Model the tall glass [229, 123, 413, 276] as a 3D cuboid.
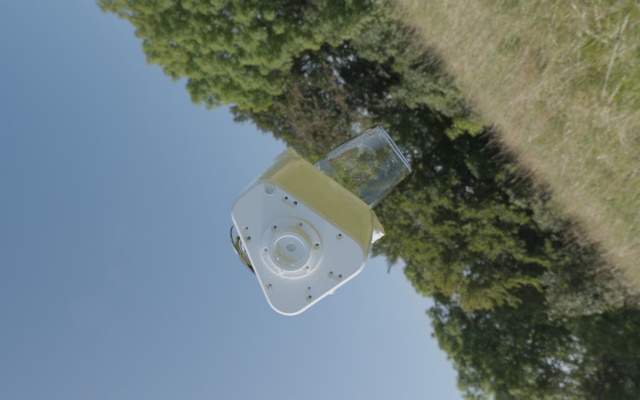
[{"bbox_3d":[0.000,0.002,0.518,0.201,0.079,0.079,-36,-10,14],"label":"tall glass"}]
